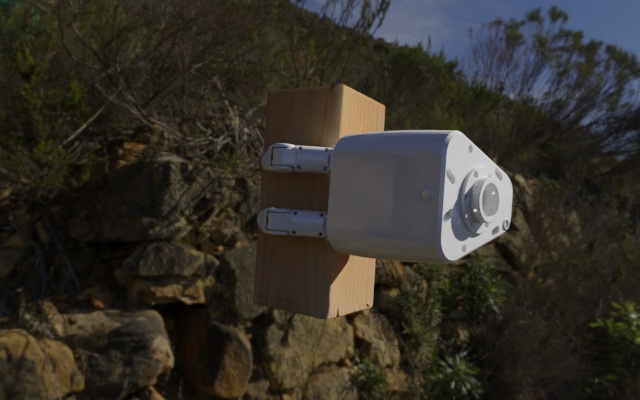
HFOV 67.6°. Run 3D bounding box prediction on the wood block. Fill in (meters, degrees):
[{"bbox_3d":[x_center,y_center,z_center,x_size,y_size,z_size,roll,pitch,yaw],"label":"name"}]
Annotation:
[{"bbox_3d":[0.001,0.001,0.474,0.090,0.206,0.091,3,-2,34],"label":"wood block"}]
